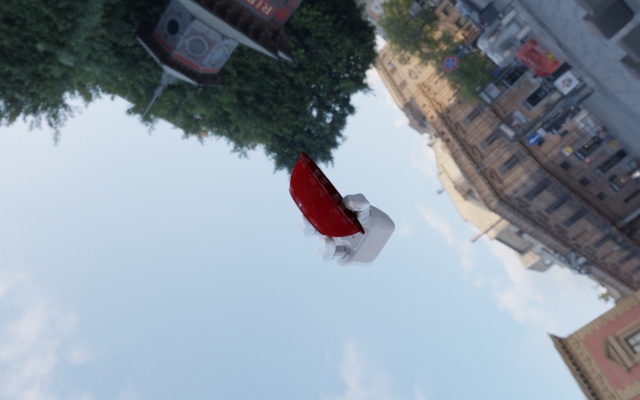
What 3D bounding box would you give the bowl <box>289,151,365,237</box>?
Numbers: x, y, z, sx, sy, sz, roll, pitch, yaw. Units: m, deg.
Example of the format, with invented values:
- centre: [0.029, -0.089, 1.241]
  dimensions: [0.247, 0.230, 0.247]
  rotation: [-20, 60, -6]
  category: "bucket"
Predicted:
- centre: [-0.001, 0.002, 0.742]
  dimensions: [0.055, 0.162, 0.162]
  rotation: [-37, -5, 6]
  category: "bowl"
